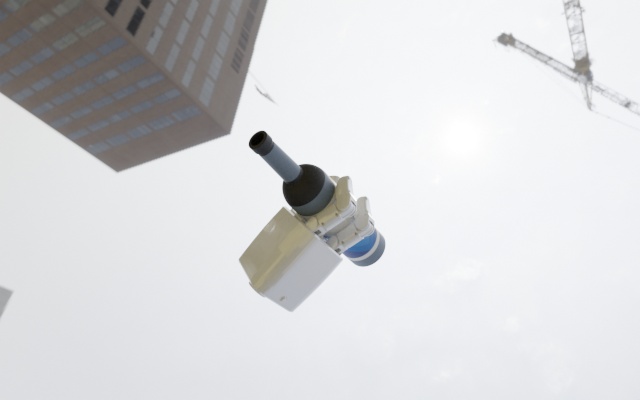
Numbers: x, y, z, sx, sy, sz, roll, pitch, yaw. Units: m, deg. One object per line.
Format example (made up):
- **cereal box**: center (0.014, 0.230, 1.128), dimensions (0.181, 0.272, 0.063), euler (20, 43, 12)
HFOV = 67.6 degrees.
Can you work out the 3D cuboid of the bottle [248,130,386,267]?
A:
- **bottle**: center (0.000, 0.002, 0.667), dimensions (0.069, 0.069, 0.296), euler (0, -31, 36)
